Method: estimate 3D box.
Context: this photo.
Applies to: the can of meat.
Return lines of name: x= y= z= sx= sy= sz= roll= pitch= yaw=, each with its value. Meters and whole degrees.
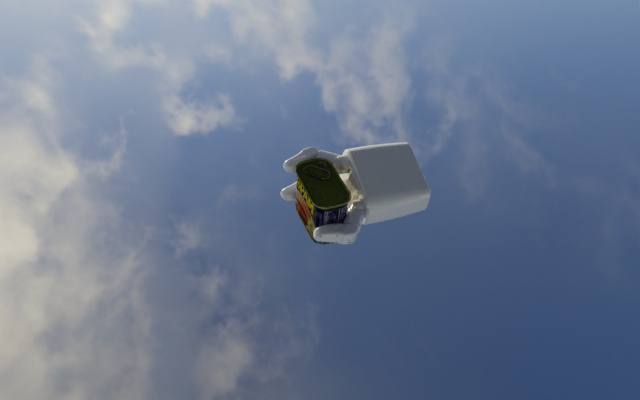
can of meat: x=0.000 y=0.003 z=0.701 sx=0.057 sy=0.084 sz=0.102 roll=-13 pitch=48 yaw=-18
